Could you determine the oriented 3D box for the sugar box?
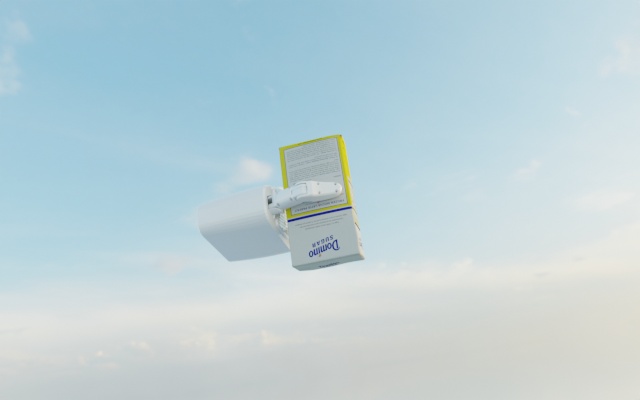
[{"bbox_3d":[0.000,0.002,0.652,0.093,0.176,0.048,-12,-20,12],"label":"sugar box"}]
